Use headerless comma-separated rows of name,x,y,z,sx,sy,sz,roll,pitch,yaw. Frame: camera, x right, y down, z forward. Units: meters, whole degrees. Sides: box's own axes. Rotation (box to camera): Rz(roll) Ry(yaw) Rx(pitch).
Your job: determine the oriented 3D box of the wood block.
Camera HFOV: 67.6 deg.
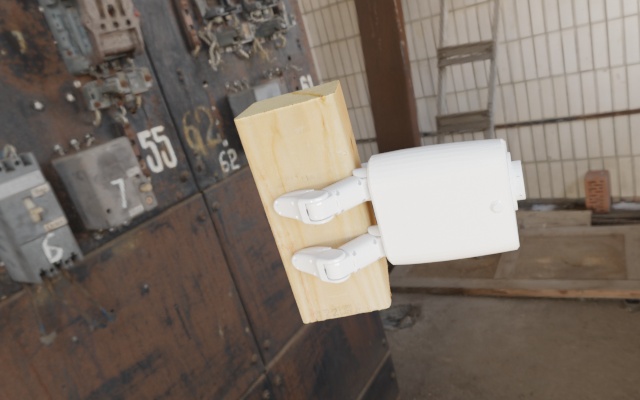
wood block,0.000,0.001,0.462,0.090,0.206,0.090,-13,19,10
